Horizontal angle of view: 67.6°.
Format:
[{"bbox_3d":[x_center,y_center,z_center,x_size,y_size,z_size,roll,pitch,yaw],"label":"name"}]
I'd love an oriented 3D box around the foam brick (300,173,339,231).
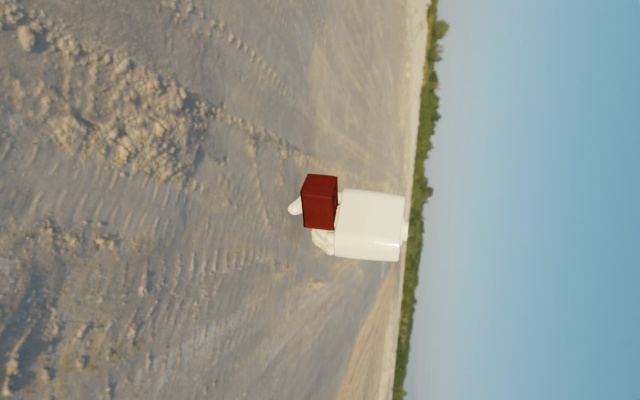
[{"bbox_3d":[0.000,0.002,0.776,0.051,0.078,0.053,6,43,12],"label":"foam brick"}]
